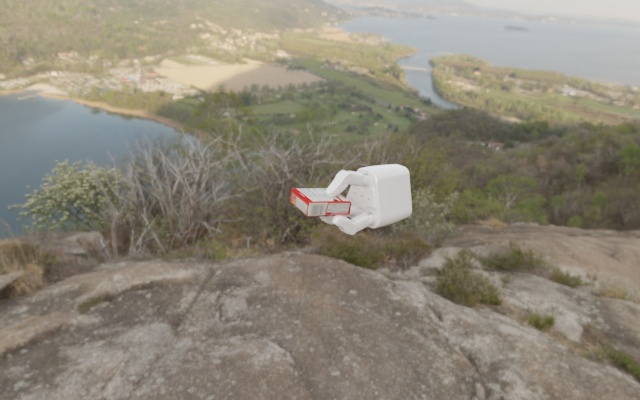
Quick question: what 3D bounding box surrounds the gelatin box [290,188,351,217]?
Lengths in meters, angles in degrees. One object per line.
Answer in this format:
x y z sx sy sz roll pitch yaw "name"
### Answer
0.000 0.002 0.866 0.089 0.030 0.073 -1 21 -30 "gelatin box"
